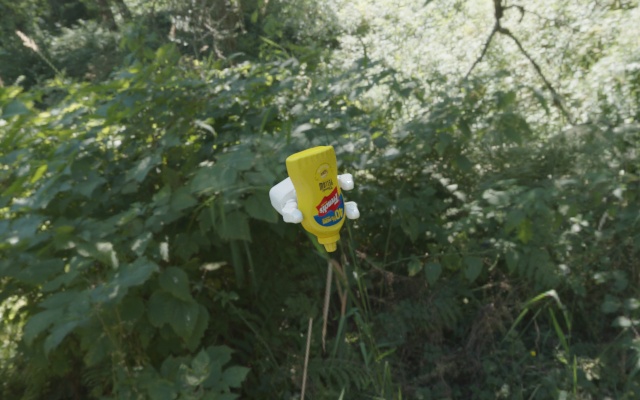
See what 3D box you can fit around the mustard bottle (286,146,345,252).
[{"bbox_3d":[0.000,0.003,0.872,0.058,0.192,0.096,3,21,46],"label":"mustard bottle"}]
